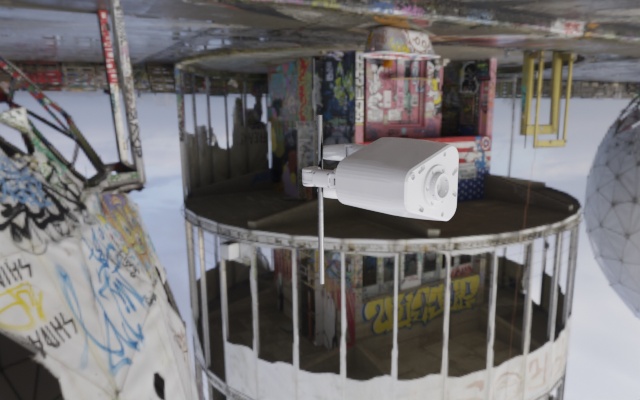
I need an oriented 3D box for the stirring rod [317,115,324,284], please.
[{"bbox_3d":[0.000,0.002,0.671,0.011,0.239,0.011,-1,11,0],"label":"stirring rod"}]
